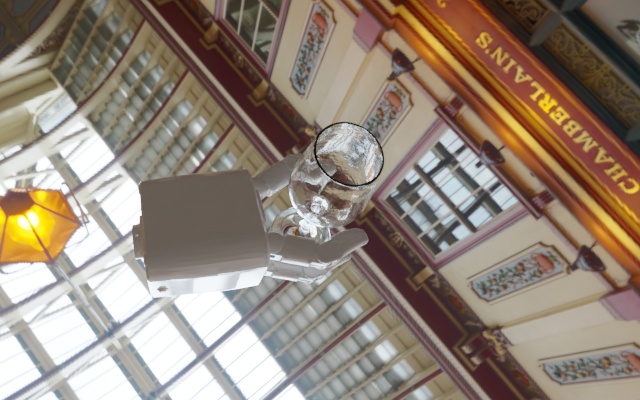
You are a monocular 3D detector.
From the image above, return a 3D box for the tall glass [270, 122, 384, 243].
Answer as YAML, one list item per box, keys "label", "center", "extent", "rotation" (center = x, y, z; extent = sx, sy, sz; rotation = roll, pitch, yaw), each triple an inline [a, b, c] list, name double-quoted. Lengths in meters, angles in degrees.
- label: "tall glass"
  center: [0.000, 0.002, 0.483]
  extent: [0.079, 0.079, 0.201]
  rotation: [0, -24, -16]
